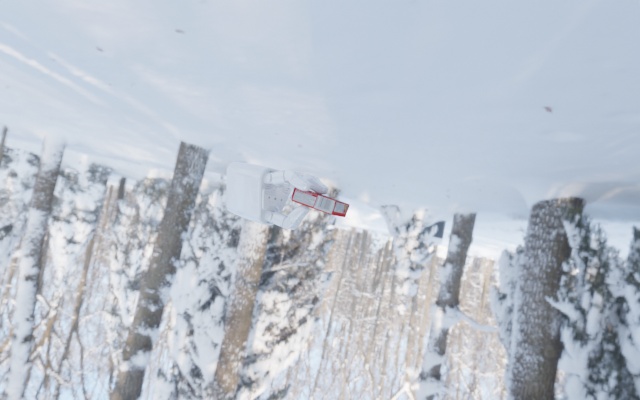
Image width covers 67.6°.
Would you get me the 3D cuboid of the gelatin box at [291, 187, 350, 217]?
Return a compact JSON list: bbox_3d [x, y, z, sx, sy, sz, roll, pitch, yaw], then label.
[{"bbox_3d":[0.000,0.003,0.892,0.089,0.030,0.073,19,1,24],"label":"gelatin box"}]
